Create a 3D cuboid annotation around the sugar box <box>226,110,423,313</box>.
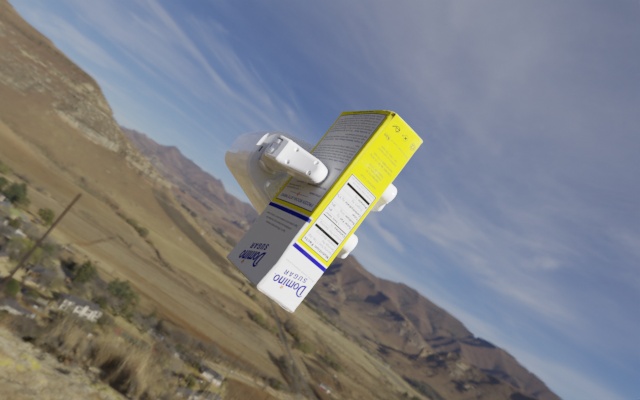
[{"bbox_3d":[0.000,0.002,0.410,0.048,0.176,0.093,40,-9,-25],"label":"sugar box"}]
